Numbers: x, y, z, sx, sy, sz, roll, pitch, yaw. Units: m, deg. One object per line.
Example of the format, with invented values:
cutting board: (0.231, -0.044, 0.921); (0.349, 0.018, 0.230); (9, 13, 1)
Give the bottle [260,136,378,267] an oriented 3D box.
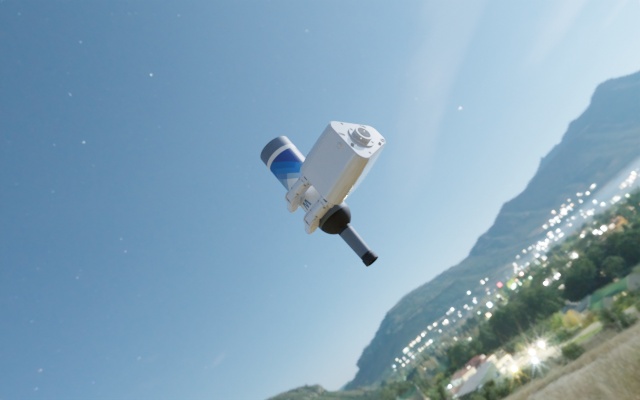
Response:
bottle: (0.000, 0.003, 0.881); (0.069, 0.295, 0.069); (-35, -21, -16)
